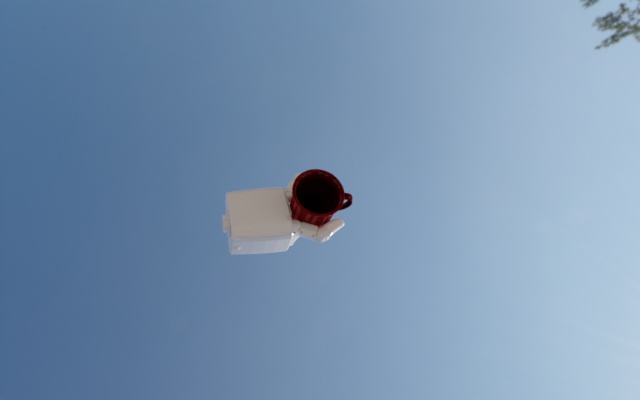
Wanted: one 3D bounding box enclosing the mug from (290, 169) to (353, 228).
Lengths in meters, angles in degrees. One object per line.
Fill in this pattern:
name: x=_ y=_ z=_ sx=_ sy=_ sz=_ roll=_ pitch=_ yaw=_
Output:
mug: x=0.001 y=0.003 z=0.861 sx=0.117 sy=0.093 sz=0.081 roll=-3 pitch=-25 yaw=-15
